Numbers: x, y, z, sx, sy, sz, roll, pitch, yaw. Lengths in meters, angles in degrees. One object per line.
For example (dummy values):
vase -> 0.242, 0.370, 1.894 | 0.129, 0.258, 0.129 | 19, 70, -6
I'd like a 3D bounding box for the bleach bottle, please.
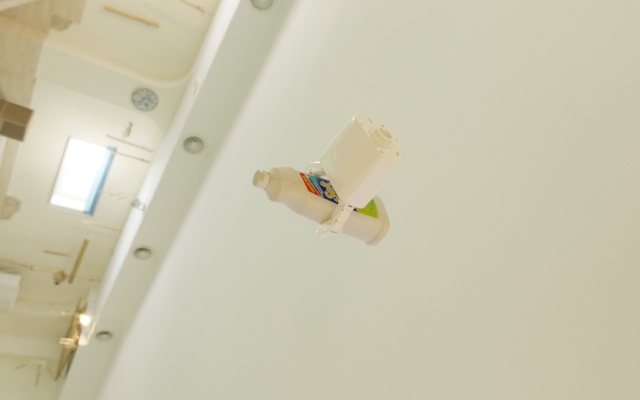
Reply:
bleach bottle -> 0.000, 0.003, 0.841 | 0.251, 0.102, 0.068 | 18, -52, -28
